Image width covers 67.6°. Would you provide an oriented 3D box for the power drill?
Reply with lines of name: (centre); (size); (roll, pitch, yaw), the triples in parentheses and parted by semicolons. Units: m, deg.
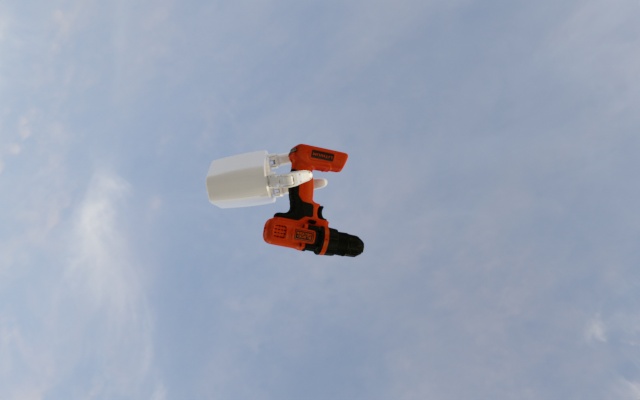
power drill: (0.000, 0.002, 0.853); (0.184, 0.187, 0.057); (12, -13, -16)
